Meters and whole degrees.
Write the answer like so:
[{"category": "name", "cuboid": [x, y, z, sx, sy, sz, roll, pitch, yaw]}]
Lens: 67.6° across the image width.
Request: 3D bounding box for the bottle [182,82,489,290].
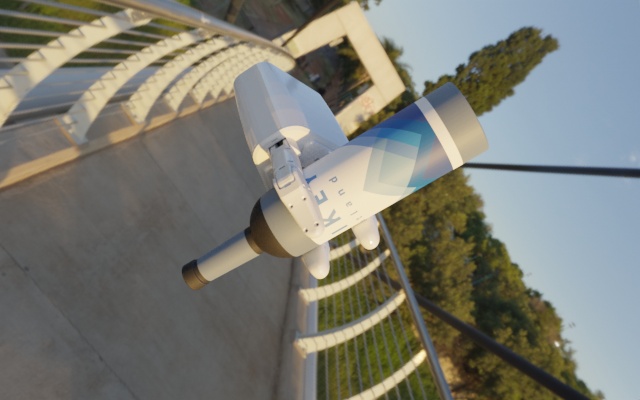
[{"category": "bottle", "cuboid": [0.000, 0.001, 0.431, 0.296, 0.069, 0.069, -30, -6, 11]}]
